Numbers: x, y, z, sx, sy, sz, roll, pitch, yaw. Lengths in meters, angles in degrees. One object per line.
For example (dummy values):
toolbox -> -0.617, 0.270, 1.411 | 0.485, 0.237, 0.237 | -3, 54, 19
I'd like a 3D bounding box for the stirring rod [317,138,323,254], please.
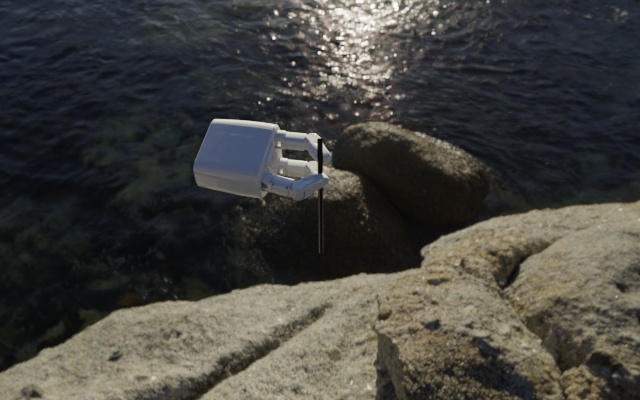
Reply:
stirring rod -> 0.000, 0.003, 0.750 | 0.011, 0.240, 0.011 | 0, 44, 0
